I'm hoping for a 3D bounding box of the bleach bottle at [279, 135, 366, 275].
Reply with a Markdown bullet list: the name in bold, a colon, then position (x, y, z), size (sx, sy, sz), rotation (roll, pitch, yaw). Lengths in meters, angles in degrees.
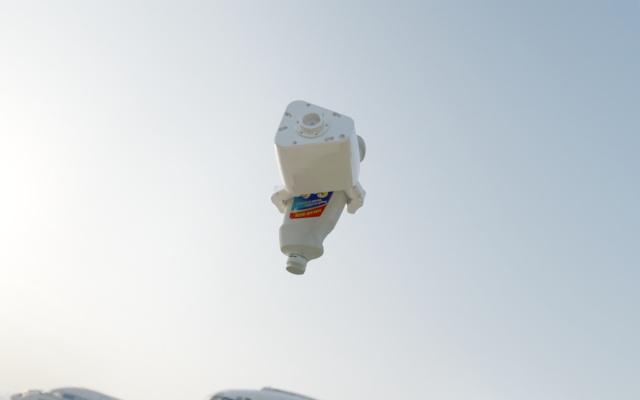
- **bleach bottle**: position (0.000, 0.002, 0.765), size (0.102, 0.250, 0.068), rotation (8, -33, 13)
